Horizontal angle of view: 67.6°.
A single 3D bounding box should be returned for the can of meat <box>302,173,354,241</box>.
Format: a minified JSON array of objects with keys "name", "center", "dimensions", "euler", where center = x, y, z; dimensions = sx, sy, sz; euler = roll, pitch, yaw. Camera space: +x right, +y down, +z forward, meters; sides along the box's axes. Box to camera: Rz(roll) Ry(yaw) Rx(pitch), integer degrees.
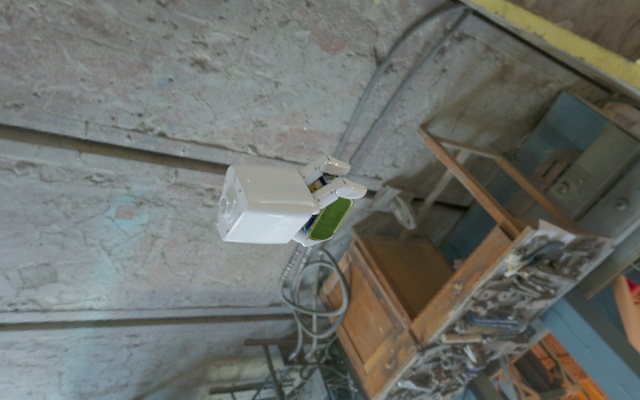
[{"name":"can of meat","center":[0.000,0.003,0.768],"dimensions":[0.057,0.102,0.084],"euler":[7,36,-35]}]
